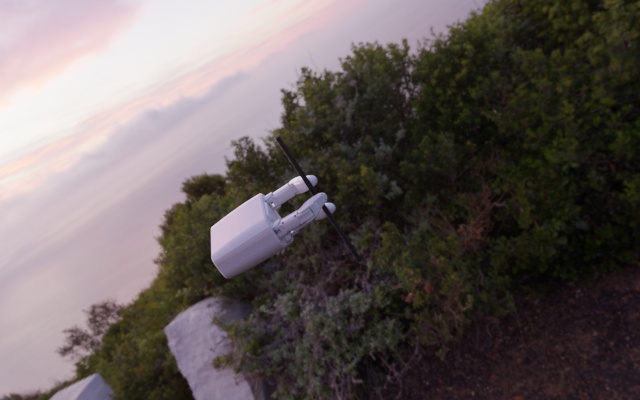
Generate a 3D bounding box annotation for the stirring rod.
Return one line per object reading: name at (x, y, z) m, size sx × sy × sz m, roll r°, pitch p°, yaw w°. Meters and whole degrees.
stirring rod at (0.000, 0.003, 0.750) m, size 0.011 × 0.239 × 0.011 m, roll -31°, pitch 15°, yaw 10°
